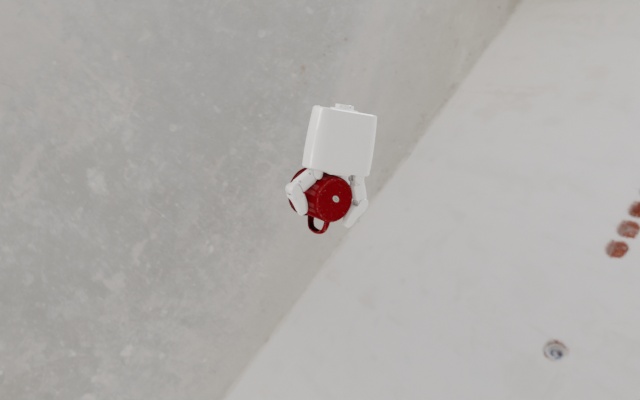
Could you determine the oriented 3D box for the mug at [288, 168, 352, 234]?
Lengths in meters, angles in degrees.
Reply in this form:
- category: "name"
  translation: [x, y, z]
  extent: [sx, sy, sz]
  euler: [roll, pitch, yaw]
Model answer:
- category: "mug"
  translation: [0.000, 0.004, 0.852]
  extent: [0.093, 0.117, 0.081]
  euler: [2, 11, -37]
